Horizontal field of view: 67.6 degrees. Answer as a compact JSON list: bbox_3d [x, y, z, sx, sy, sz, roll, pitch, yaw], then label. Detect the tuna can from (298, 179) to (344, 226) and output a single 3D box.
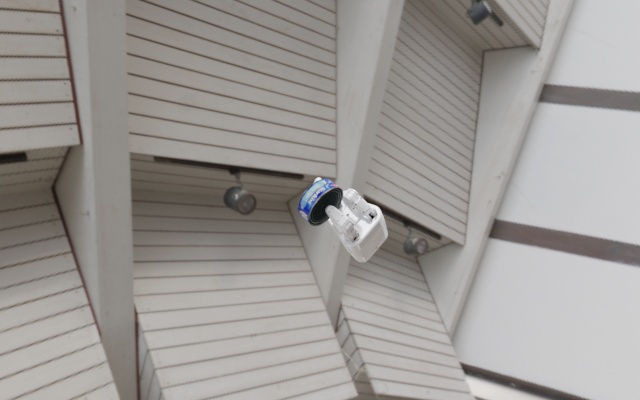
[{"bbox_3d":[0.000,0.002,0.870,0.033,0.086,0.086,40,21,27],"label":"tuna can"}]
